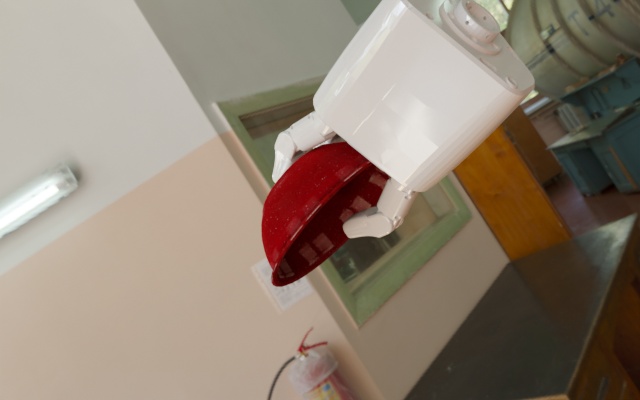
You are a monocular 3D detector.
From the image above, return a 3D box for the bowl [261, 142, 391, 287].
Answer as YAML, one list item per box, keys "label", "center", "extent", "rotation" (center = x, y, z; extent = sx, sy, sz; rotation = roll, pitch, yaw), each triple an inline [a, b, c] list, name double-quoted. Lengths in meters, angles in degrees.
- label: "bowl"
  center: [-0.001, 0.002, 0.430]
  extent: [0.055, 0.162, 0.162]
  rotation: [43, 15, 17]
